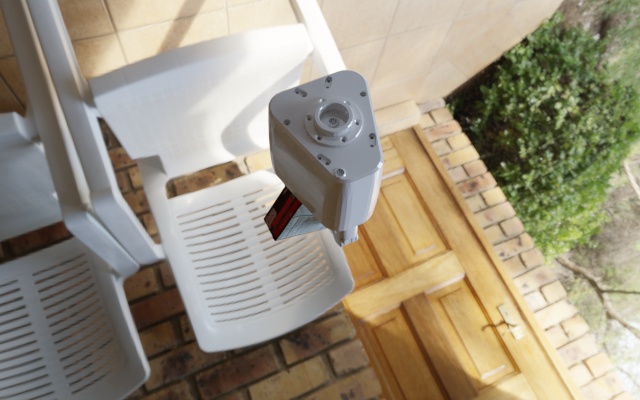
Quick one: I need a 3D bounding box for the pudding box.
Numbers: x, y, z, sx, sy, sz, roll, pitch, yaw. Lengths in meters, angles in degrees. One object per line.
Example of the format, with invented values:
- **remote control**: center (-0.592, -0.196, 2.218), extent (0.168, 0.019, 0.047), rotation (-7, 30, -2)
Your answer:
- **pudding box**: center (0.000, 0.002, 0.564), extent (0.113, 0.039, 0.090), rotation (-9, -28, -36)
